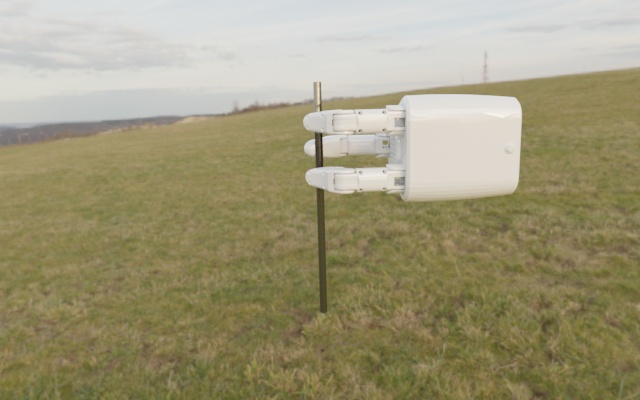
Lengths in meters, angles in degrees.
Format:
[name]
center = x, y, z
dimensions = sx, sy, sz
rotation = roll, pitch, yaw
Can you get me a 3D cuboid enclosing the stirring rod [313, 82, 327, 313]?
[stirring rod]
center = 0.000, 0.002, 0.493
dimensions = 0.011, 0.239, 0.011
rotation = -2, 11, 0
